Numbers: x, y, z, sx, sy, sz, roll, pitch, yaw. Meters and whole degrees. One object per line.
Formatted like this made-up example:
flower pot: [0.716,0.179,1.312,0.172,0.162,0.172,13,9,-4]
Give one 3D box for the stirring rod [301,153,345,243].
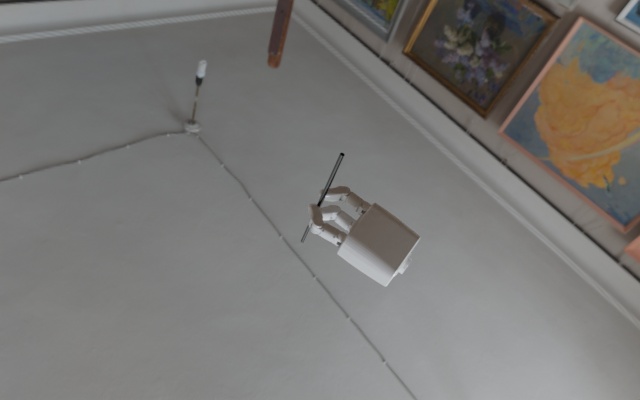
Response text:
stirring rod: [0.000,0.003,0.866,0.011,0.011,0.240,0,-41,-23]
